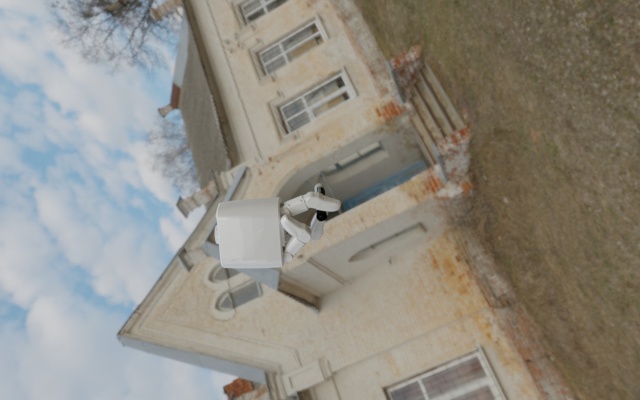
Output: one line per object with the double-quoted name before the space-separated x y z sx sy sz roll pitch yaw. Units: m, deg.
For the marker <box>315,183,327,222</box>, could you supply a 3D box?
"marker" 0.000 0.003 0.847 0.020 0.020 0.121 0 27 -2
